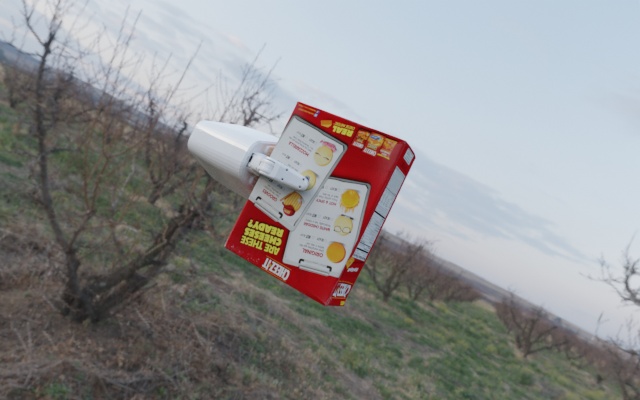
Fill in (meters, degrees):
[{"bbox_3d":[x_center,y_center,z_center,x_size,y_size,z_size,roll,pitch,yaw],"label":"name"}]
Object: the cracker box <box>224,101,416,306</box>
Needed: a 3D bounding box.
[{"bbox_3d":[0.000,0.002,0.607,0.164,0.213,0.072,25,-2,27],"label":"cracker box"}]
